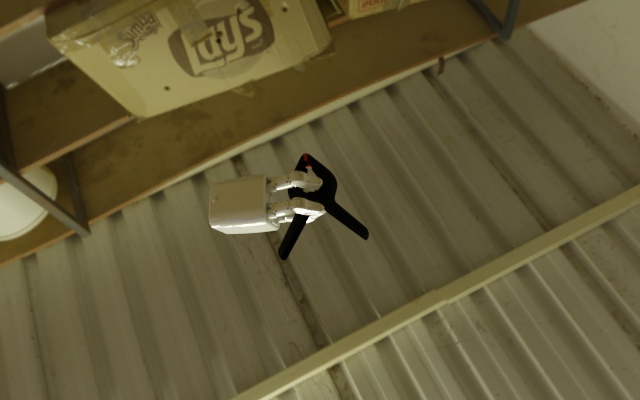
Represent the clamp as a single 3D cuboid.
[{"bbox_3d":[0.000,0.003,0.883,0.164,0.209,0.036,-8,-29,8],"label":"clamp"}]
